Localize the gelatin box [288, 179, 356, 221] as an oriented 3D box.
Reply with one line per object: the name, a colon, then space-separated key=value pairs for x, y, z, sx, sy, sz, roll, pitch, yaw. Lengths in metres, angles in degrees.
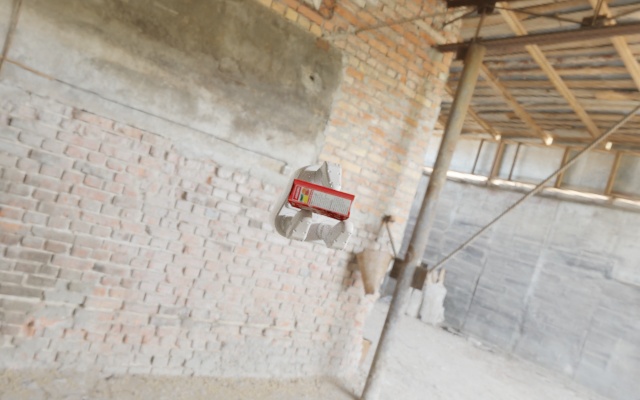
gelatin box: x=0.000 y=0.001 z=0.577 sx=0.073 sy=0.030 sz=0.089 roll=16 pitch=-6 yaw=0
